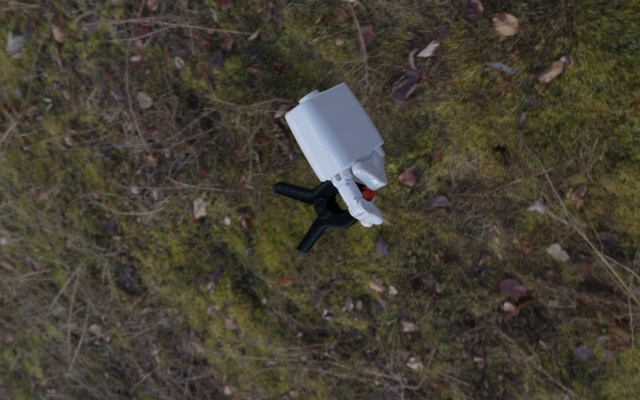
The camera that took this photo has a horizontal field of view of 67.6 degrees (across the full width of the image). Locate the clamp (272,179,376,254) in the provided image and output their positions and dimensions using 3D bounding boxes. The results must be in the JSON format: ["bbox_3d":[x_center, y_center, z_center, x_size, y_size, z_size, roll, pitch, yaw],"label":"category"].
[{"bbox_3d":[0.000,0.003,0.726,0.171,0.120,0.039,-29,5,33],"label":"clamp"}]
